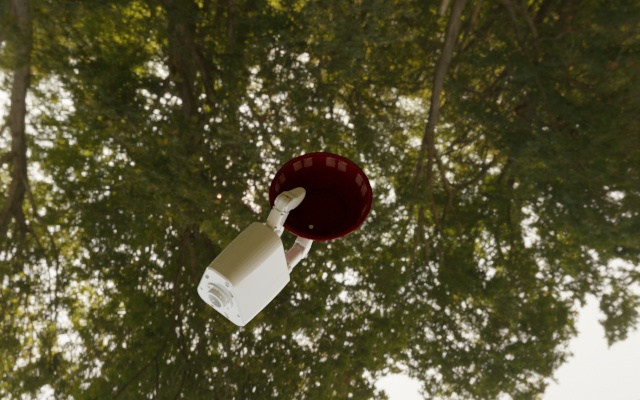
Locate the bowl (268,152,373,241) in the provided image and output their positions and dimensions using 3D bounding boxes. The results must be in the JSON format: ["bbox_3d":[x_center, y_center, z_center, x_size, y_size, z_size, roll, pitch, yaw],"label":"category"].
[{"bbox_3d":[0.001,0.002,0.762,0.162,0.162,0.055,0,-30,-1],"label":"bowl"}]
